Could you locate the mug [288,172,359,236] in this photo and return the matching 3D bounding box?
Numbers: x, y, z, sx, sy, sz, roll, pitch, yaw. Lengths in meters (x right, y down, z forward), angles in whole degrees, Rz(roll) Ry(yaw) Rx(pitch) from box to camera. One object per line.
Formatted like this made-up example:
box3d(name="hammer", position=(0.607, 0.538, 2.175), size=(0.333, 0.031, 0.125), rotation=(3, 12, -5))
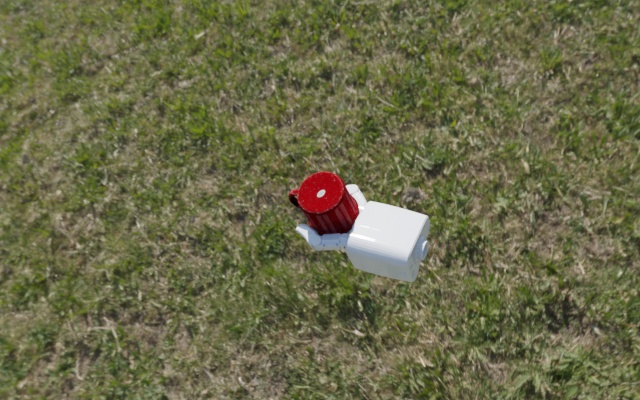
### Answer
box3d(name="mug", position=(-0.001, 0.002, 0.802), size=(0.117, 0.093, 0.081), rotation=(12, -24, 24))
